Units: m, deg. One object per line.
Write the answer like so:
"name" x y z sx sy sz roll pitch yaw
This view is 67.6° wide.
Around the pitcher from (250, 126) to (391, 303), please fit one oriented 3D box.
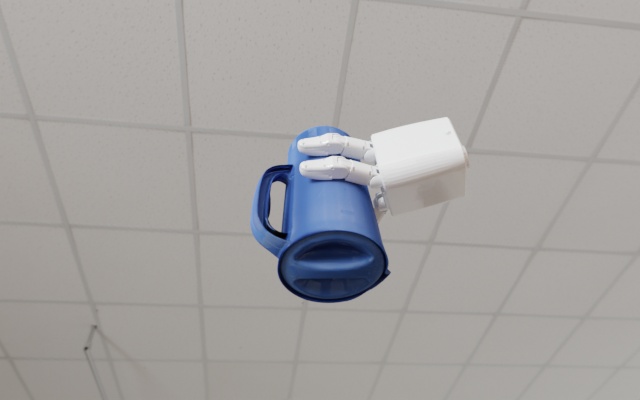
"pitcher" 0.000 0.002 0.647 0.145 0.149 0.242 -15 41 9
